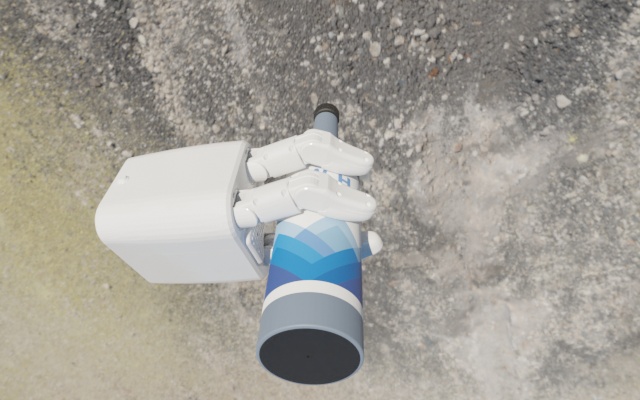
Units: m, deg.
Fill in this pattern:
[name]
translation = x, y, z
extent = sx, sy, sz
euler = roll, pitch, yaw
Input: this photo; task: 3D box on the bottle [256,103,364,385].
[bottle]
translation = 0.000, 0.001, 0.402
extent = 0.069, 0.069, 0.295
euler = 0, 40, 3
